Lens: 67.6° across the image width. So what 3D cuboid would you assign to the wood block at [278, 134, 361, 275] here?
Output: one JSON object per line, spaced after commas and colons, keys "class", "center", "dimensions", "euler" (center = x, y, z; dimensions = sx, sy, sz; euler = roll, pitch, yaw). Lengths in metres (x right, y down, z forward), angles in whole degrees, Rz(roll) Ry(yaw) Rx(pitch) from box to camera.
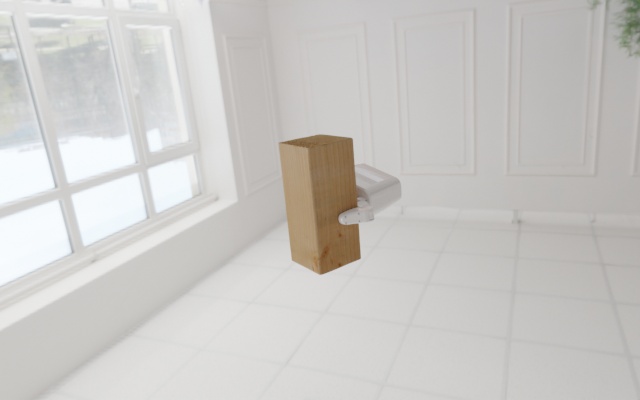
{"class": "wood block", "center": [0.001, 0.003, 0.785], "dimensions": [0.090, 0.206, 0.091], "euler": [-17, 20, -33]}
